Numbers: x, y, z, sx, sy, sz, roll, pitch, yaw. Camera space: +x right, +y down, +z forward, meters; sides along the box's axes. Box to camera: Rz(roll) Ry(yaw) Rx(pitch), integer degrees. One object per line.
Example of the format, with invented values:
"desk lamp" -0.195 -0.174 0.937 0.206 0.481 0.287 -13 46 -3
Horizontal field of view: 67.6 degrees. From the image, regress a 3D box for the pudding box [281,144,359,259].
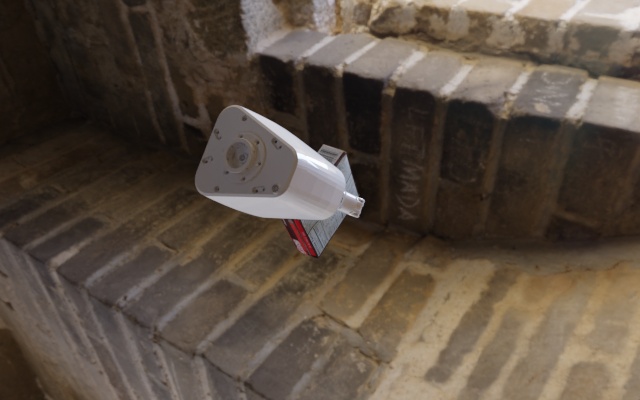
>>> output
"pudding box" 0.000 0.002 0.595 0.039 0.113 0.090 21 -30 30
